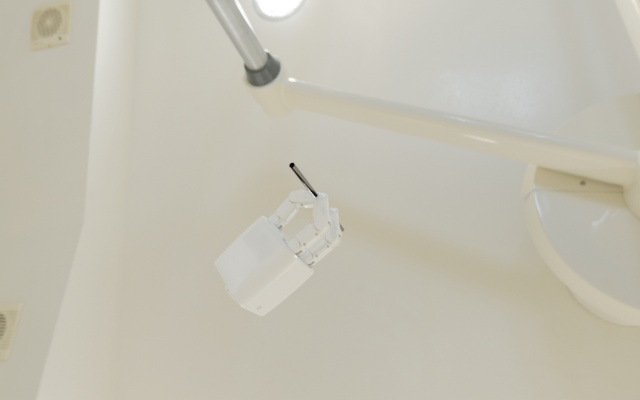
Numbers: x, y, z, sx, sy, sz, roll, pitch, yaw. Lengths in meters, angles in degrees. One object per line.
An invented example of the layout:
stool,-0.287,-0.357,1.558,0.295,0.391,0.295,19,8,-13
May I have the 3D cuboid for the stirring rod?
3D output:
stirring rod,0.000,0.002,0.723,0.011,0.011,0.240,0,-24,20
